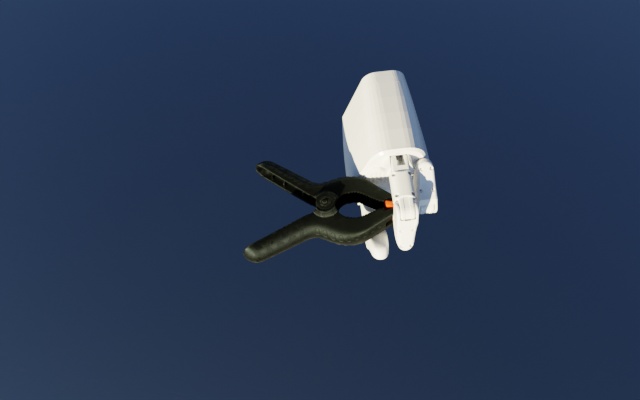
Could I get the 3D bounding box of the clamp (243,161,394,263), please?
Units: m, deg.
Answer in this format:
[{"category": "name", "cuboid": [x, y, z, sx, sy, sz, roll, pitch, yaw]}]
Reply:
[{"category": "clamp", "cuboid": [0.000, 0.002, 0.518, 0.171, 0.120, 0.039, -6, -24, 0]}]
